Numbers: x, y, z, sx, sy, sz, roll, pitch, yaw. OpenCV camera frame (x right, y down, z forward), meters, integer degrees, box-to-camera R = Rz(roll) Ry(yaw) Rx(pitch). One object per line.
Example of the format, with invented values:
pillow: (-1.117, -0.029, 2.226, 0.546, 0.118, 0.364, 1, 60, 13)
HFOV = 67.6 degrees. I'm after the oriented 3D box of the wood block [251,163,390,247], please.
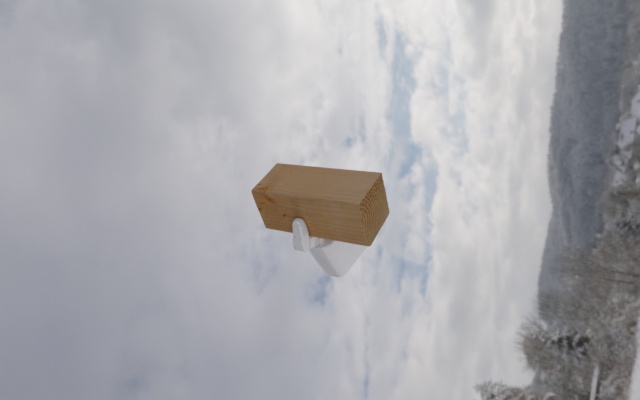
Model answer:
wood block: (0.000, 0.003, 0.811, 0.206, 0.090, 0.090, 7, 41, 30)
